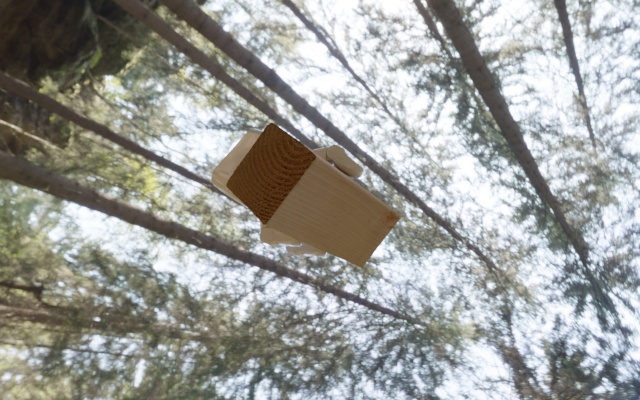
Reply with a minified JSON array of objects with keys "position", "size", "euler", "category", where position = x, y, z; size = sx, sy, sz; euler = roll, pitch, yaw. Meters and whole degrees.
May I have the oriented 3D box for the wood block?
[{"position":[0.000,0.002,0.585],"size":[0.090,0.091,0.206],"euler":[40,6,39],"category":"wood block"}]
